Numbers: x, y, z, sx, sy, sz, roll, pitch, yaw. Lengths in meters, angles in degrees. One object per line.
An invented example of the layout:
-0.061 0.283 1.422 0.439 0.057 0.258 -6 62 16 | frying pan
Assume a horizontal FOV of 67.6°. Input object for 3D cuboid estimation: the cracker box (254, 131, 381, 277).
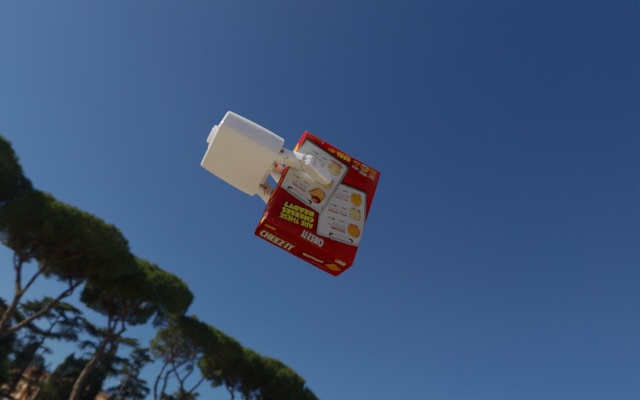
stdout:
0.000 0.003 0.842 0.164 0.213 0.072 28 -37 -9 | cracker box
